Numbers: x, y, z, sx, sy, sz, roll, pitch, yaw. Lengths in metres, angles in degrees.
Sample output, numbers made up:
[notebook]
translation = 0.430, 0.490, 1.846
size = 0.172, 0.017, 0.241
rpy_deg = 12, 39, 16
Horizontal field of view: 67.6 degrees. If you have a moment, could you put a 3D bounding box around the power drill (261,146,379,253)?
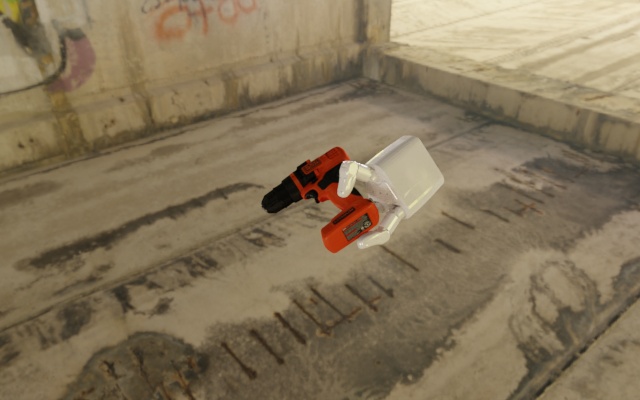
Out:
[power drill]
translation = 0.001, 0.003, 0.829
size = 0.184, 0.187, 0.057
rpy_deg = -35, -43, -2
